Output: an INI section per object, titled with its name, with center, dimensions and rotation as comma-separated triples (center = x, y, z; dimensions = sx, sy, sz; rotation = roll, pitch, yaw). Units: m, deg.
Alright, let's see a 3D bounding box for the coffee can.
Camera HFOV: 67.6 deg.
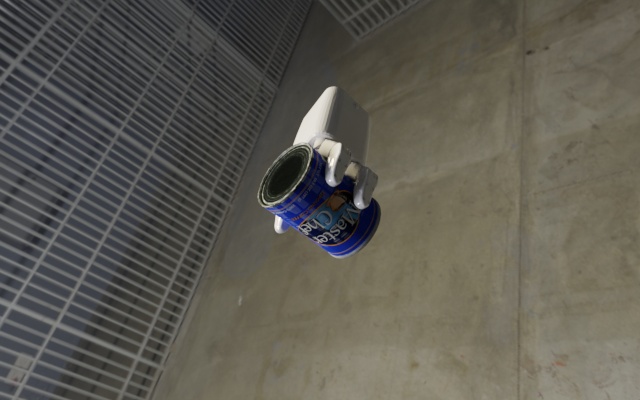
[coffee can]
center = 0.000, 0.002, 0.657
dimensions = 0.140, 0.102, 0.103
rotation = 38, -21, -30
